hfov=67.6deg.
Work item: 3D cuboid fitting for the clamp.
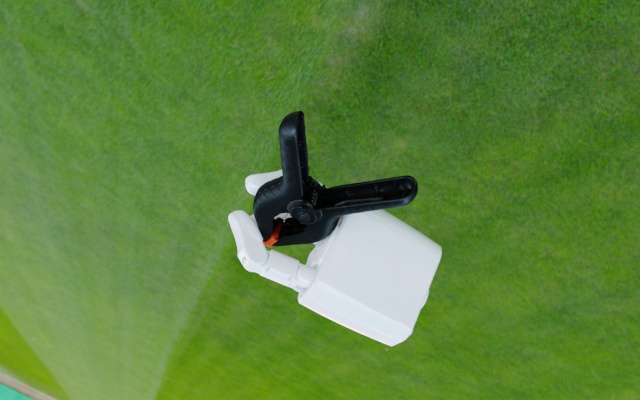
[{"bbox_3d":[0.000,0.002,0.416,0.120,0.039,0.171,28,-35,-6],"label":"clamp"}]
